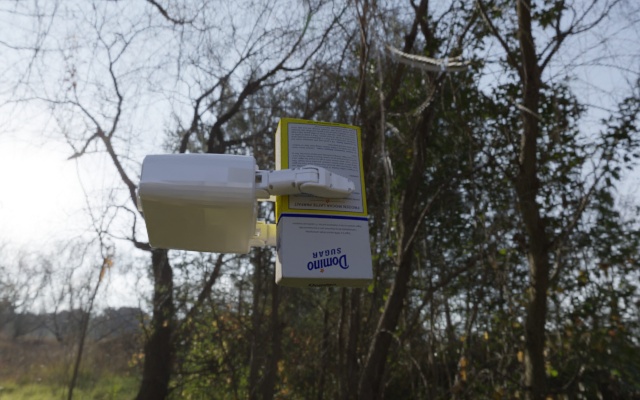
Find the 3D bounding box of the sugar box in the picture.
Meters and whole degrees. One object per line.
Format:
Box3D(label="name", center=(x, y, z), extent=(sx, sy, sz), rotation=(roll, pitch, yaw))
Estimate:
Box3D(label="sugar box", center=(0.000, 0.002, 0.503), extent=(0.093, 0.176, 0.048), rotation=(4, -21, -13))
